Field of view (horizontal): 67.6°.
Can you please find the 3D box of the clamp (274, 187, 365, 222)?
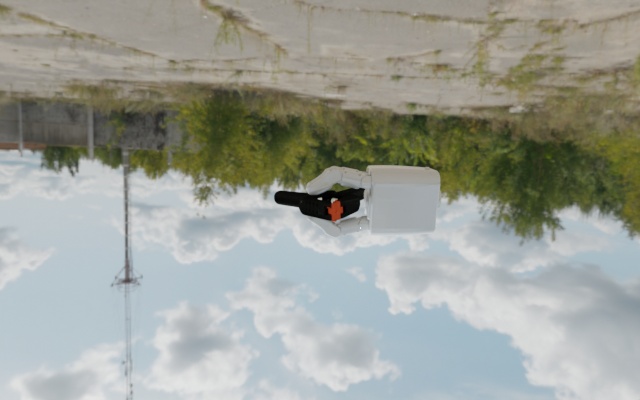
[{"bbox_3d":[0.000,0.003,0.768,0.164,0.036,0.210,-3,8,0],"label":"clamp"}]
